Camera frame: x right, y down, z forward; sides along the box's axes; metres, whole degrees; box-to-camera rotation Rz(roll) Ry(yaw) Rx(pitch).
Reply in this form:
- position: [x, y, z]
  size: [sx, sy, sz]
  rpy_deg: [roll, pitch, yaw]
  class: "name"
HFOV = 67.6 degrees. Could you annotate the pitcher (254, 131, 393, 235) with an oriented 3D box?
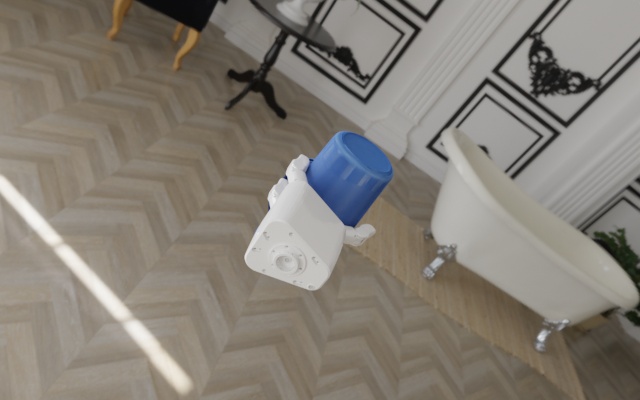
- position: [0.000, 0.003, 0.773]
  size: [0.149, 0.243, 0.145]
  rpy_deg: [36, 30, -4]
  class: "pitcher"
